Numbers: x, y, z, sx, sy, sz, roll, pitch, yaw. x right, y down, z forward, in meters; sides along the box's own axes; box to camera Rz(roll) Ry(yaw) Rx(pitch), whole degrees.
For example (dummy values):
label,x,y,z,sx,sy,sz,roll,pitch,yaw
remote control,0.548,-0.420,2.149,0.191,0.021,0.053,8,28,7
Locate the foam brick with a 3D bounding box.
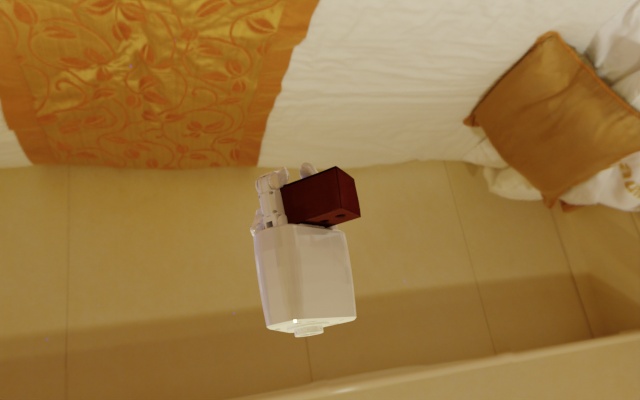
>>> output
label,x,y,z,sx,sy,sz,roll,pitch,yaw
foam brick,0.000,0.002,0.557,0.078,0.051,0.053,-19,-23,25
